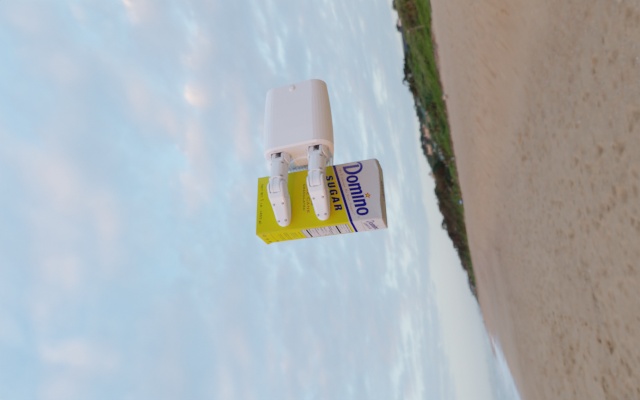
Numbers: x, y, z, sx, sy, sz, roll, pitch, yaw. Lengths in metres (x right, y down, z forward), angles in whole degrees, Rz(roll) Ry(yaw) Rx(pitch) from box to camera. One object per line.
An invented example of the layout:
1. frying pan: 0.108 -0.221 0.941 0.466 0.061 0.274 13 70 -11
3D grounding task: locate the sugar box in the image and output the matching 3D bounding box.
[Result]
1. sugar box: 0.000 0.002 0.660 0.176 0.093 0.048 -10 -27 16
